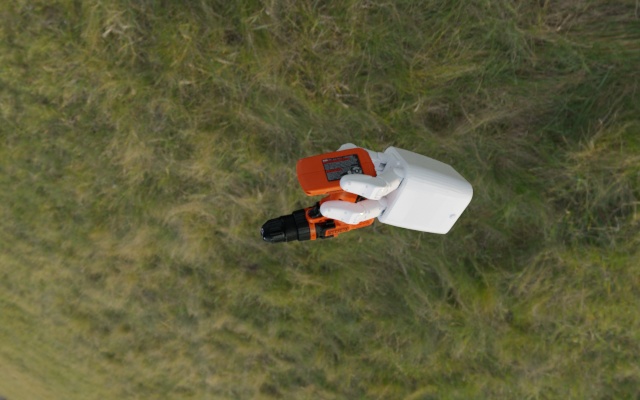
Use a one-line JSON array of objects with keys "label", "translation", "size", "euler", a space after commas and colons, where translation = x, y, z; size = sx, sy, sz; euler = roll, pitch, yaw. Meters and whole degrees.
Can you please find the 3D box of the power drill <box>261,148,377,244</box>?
[{"label": "power drill", "translation": [0.000, 0.002, 0.701], "size": [0.184, 0.057, 0.188], "euler": [-13, -24, -11]}]
